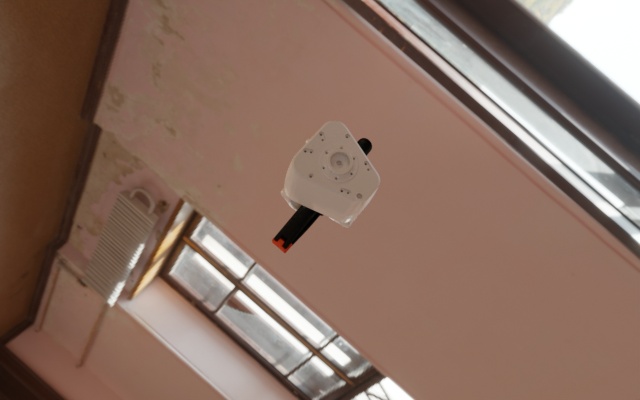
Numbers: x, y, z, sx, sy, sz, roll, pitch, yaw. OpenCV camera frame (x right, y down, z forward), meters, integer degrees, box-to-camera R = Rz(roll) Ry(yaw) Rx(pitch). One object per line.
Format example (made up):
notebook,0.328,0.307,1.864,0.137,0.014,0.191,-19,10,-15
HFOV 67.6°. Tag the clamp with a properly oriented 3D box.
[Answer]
clamp,0.000,0.003,0.778,0.036,0.210,0.165,40,-16,7
